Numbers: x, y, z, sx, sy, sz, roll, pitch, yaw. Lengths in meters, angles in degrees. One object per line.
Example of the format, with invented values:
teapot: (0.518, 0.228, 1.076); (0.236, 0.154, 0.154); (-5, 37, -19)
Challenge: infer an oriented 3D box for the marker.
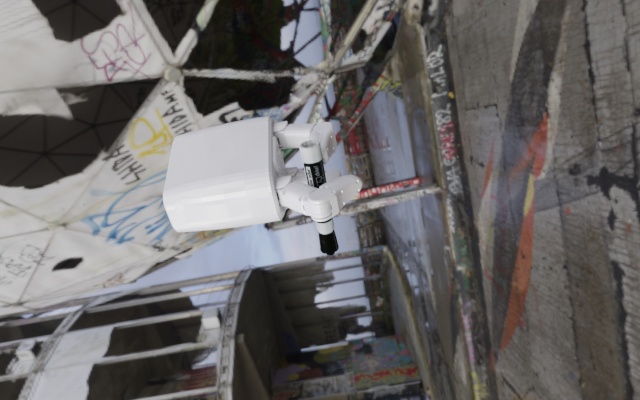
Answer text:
marker: (0.000, 0.001, 0.451); (0.020, 0.121, 0.020); (-8, 30, 5)
